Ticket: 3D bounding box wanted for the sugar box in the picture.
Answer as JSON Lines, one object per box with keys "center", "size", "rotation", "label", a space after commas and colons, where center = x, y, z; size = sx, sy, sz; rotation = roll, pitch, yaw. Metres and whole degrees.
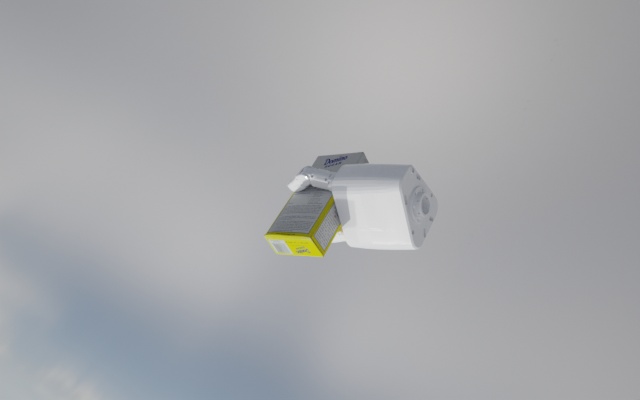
{"center": [0.000, 0.003, 0.704], "size": [0.093, 0.048, 0.176], "rotation": [-1, 42, 40], "label": "sugar box"}
